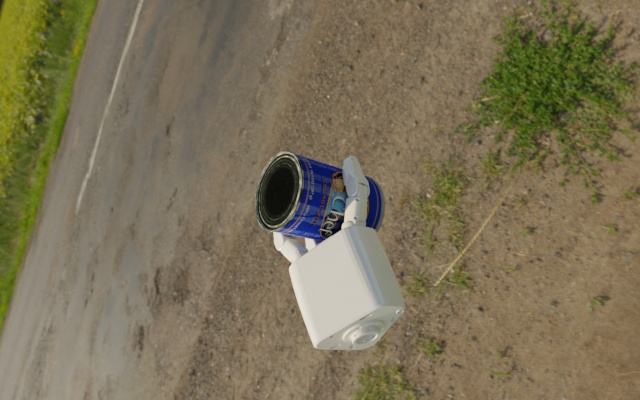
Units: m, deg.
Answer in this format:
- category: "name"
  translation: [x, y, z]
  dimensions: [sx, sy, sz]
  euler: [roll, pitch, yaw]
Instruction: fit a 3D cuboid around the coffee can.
- category: "coffee can"
  translation: [0.000, 0.002, 0.629]
  dimensions: [0.140, 0.103, 0.103]
  euler: [14, -9, -37]
